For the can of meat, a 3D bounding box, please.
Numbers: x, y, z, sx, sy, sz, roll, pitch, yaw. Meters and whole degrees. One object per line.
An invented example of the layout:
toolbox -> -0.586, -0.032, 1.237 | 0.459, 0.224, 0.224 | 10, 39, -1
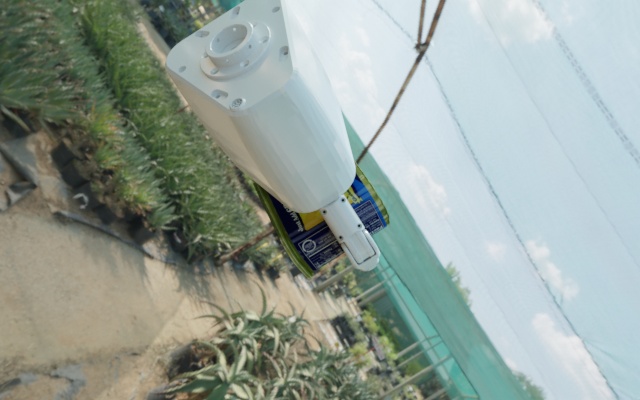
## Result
can of meat -> 0.000, 0.001, 0.408 | 0.084, 0.102, 0.057 | -32, -41, 1
